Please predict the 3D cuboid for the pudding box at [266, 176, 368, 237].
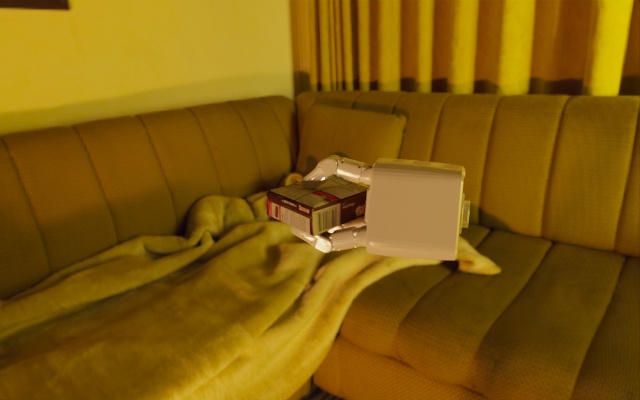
[{"bbox_3d":[0.000,0.002,0.622,0.113,0.039,0.090,-17,26,-42],"label":"pudding box"}]
